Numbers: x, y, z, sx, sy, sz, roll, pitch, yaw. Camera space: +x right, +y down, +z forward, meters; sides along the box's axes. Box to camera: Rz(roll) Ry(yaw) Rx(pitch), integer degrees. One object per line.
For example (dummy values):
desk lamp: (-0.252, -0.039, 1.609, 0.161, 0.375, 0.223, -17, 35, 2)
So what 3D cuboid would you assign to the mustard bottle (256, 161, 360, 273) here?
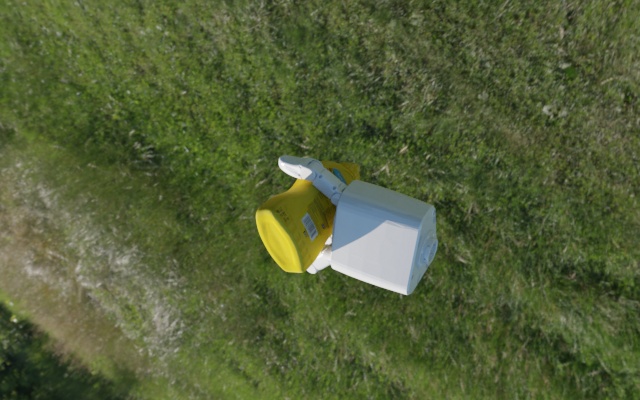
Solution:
mustard bottle: (0.000, 0.002, 0.635, 0.058, 0.096, 0.191, -6, 28, 42)
